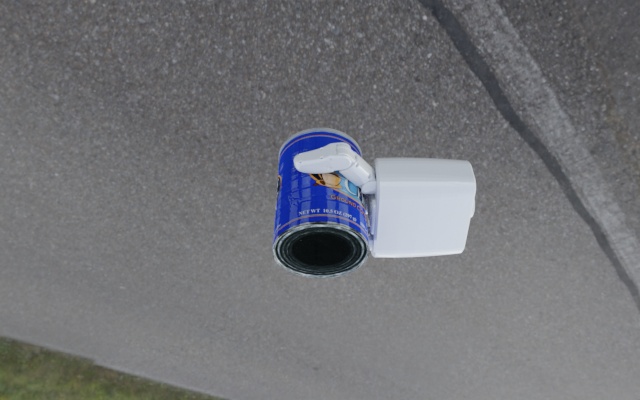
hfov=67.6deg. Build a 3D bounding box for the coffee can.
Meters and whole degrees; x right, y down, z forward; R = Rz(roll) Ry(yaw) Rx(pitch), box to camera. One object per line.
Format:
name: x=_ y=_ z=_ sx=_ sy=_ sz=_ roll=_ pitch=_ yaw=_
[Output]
coffee can: x=0.000 y=0.002 z=0.543 sx=0.103 sy=0.140 sz=0.103 roll=0 pitch=-40 yaw=0
